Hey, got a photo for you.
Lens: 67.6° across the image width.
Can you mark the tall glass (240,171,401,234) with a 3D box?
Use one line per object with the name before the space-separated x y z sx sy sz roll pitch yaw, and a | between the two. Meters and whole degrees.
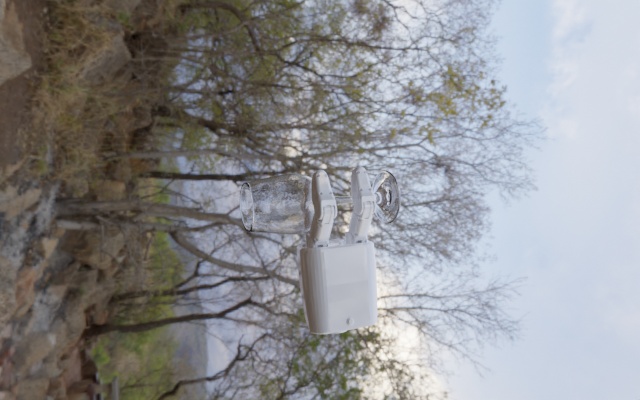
tall glass | 0.001 0.002 0.624 0.201 0.079 0.079 -4 1 -23
